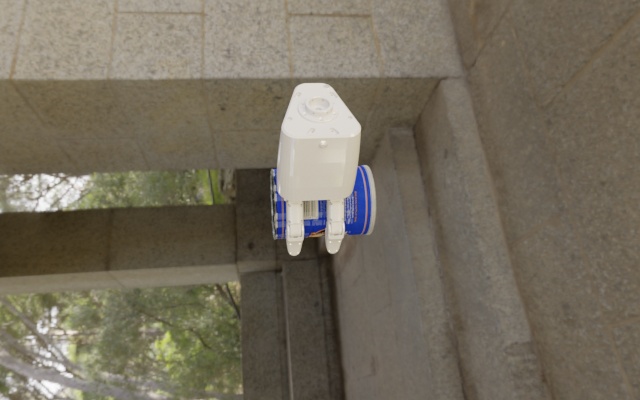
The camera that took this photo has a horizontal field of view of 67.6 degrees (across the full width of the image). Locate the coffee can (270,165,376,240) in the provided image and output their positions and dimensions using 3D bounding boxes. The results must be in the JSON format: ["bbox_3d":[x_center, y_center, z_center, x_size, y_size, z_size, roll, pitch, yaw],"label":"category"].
[{"bbox_3d":[0.000,0.002,0.693,0.140,0.103,0.103,-3,0,-8],"label":"coffee can"}]
